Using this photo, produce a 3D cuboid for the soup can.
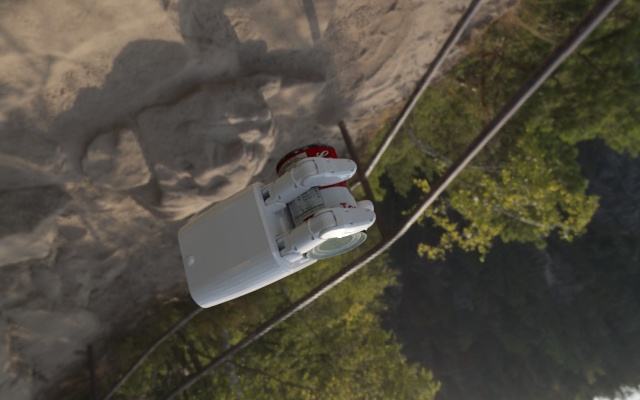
[{"bbox_3d":[0.001,0.002,0.494,0.068,0.102,0.068,-17,-23,-7],"label":"soup can"}]
